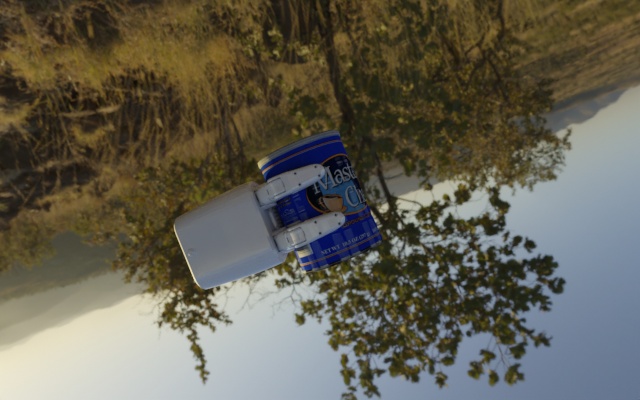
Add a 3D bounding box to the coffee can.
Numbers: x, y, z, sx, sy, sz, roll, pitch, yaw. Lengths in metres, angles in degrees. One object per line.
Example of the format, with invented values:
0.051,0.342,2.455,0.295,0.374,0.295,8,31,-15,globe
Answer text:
0.000,0.002,0.562,0.103,0.140,0.103,-22,-1,-1,coffee can
